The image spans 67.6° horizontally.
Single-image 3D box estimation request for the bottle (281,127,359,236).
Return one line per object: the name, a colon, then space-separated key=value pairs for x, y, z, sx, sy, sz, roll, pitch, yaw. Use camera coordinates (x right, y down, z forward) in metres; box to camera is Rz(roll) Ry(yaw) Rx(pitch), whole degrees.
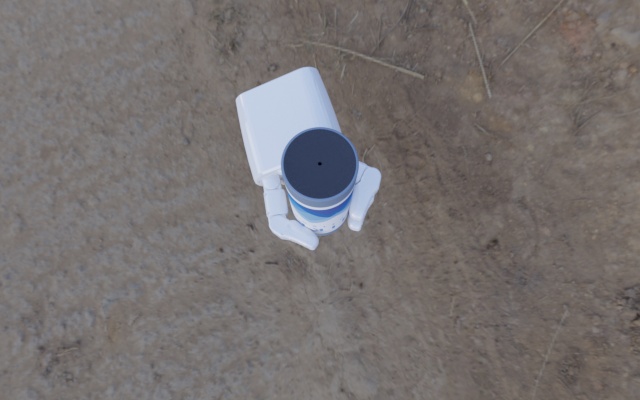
bottle: x=0.000 y=0.002 z=0.546 sx=0.069 sy=0.069 sz=0.296 roll=0 pitch=-13 yaw=0
